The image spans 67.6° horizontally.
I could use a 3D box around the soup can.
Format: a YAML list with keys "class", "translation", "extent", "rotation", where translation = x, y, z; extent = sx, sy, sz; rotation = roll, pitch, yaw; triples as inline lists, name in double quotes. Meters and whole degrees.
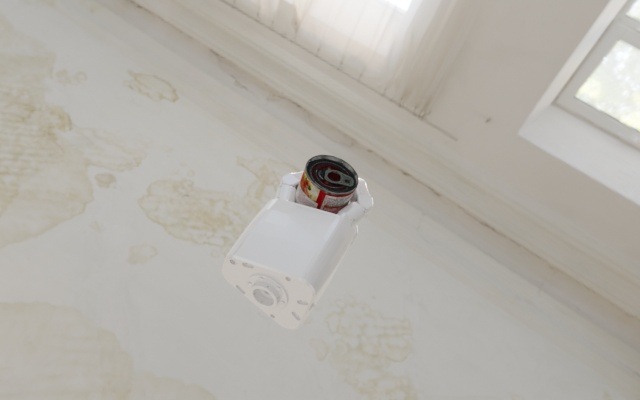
- class: "soup can"
  translation: [0.000, 0.002, 0.610]
  extent: [0.068, 0.068, 0.102]
  rotation: [0, -43, -23]
